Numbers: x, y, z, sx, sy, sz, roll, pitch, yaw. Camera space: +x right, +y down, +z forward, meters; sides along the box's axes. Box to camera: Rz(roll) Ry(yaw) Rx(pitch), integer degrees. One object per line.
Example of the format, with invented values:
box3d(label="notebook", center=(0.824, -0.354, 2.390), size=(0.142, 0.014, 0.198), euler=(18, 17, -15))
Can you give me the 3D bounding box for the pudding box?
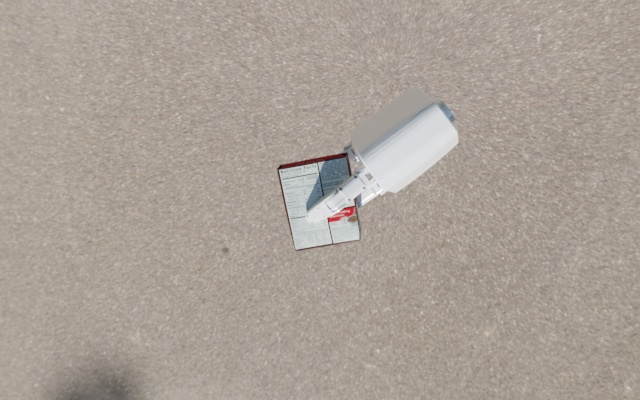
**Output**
box3d(label="pudding box", center=(0.000, 0.002, 0.604), size=(0.090, 0.113, 0.039), euler=(-9, 10, 6))
